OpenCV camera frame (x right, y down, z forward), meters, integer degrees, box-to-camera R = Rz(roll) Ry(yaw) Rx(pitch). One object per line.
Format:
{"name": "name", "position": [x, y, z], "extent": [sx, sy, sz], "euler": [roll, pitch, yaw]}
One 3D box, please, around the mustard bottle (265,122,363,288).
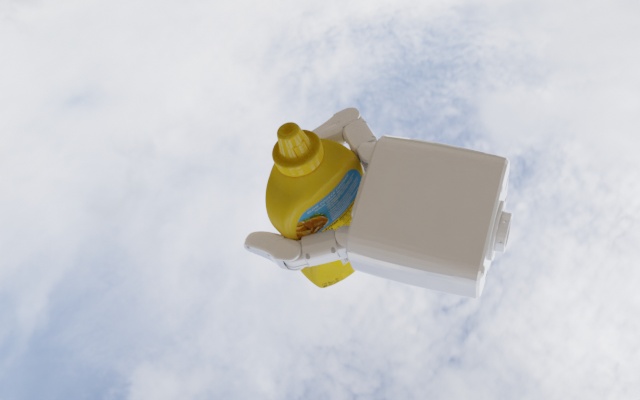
{"name": "mustard bottle", "position": [0.000, 0.001, 0.435], "extent": [0.058, 0.096, 0.192], "euler": [38, -17, 35]}
